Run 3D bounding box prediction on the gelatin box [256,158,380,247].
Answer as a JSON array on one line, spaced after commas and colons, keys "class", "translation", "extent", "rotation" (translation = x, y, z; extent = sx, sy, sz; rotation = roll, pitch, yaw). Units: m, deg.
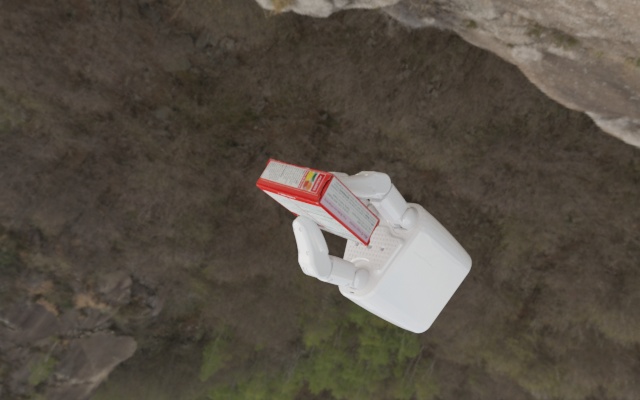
[{"class": "gelatin box", "translation": [0.000, 0.002, 0.413], "extent": [0.073, 0.030, 0.089], "rotation": [17, -15, 41]}]
